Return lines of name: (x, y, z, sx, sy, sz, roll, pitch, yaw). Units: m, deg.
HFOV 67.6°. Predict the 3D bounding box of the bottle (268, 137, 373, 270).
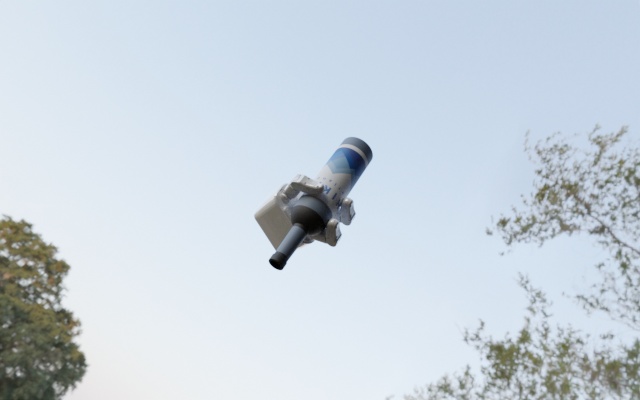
bottle: (0.000, 0.003, 0.831, 0.069, 0.069, 0.295, 0, 42, 40)
